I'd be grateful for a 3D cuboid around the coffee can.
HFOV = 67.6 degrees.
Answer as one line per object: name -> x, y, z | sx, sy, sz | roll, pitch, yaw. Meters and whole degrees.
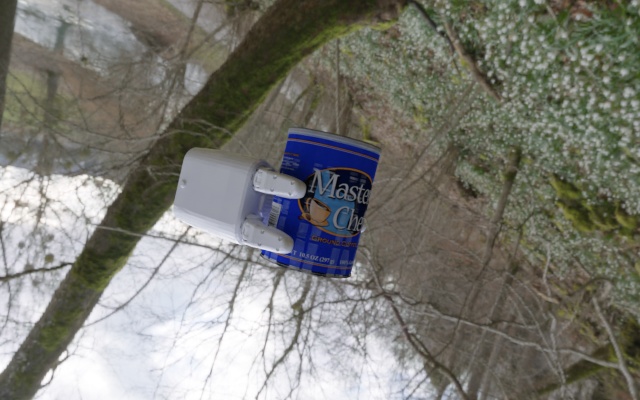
coffee can -> 0.000, 0.002, 0.515 | 0.103, 0.140, 0.103 | 13, 2, 0
